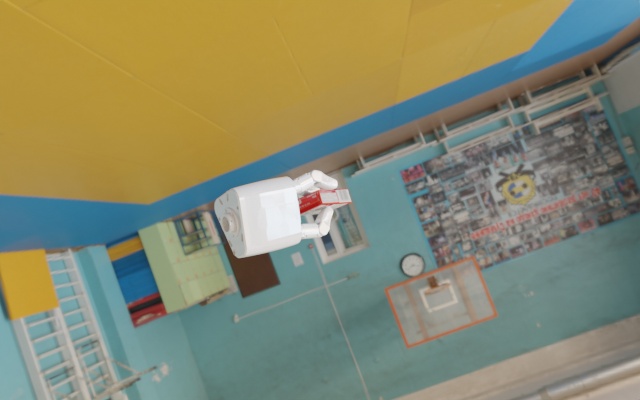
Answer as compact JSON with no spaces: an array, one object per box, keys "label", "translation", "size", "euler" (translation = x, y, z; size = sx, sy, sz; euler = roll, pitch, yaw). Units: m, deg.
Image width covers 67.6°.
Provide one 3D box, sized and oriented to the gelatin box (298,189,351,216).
[{"label":"gelatin box","translation":[0.000,0.003,0.869],"size":[0.073,0.030,0.089],"euler":[-23,-13,39]}]
